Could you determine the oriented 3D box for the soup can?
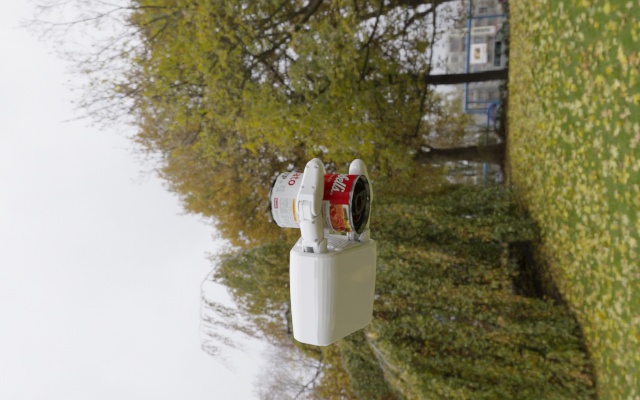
[{"bbox_3d":[0.000,0.001,0.558,0.102,0.068,0.068,4,1,23],"label":"soup can"}]
